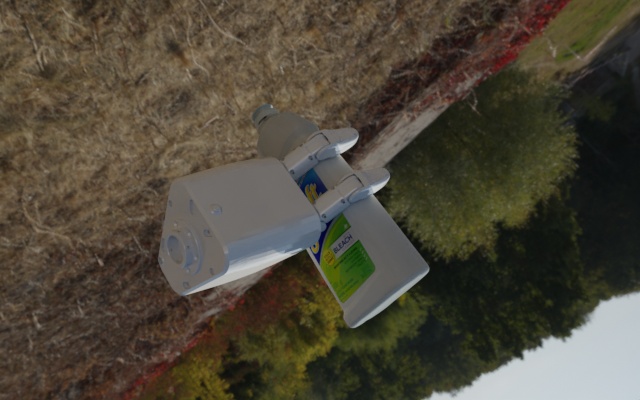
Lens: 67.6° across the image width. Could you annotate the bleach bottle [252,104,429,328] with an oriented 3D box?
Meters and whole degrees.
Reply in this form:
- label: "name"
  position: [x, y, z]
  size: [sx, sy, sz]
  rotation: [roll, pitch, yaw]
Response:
- label: "bleach bottle"
  position: [0.000, 0.002, 0.508]
  size: [0.068, 0.250, 0.103]
  rotation: [-16, -27, -47]
